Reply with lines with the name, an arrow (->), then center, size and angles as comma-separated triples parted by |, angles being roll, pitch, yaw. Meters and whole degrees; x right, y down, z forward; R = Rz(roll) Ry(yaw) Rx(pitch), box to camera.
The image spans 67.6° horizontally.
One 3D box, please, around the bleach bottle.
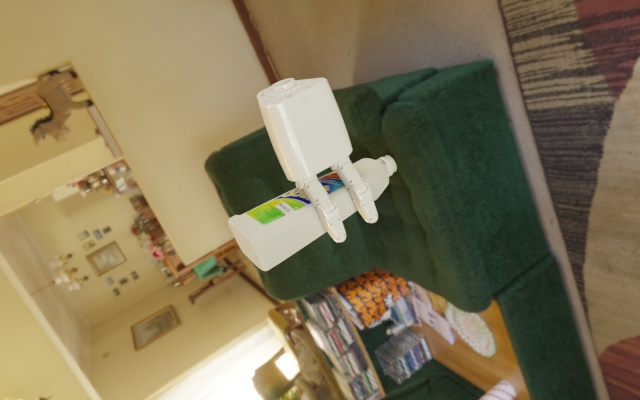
bleach bottle -> 0.000, 0.002, 0.687 | 0.251, 0.068, 0.102 | -31, 28, -20
